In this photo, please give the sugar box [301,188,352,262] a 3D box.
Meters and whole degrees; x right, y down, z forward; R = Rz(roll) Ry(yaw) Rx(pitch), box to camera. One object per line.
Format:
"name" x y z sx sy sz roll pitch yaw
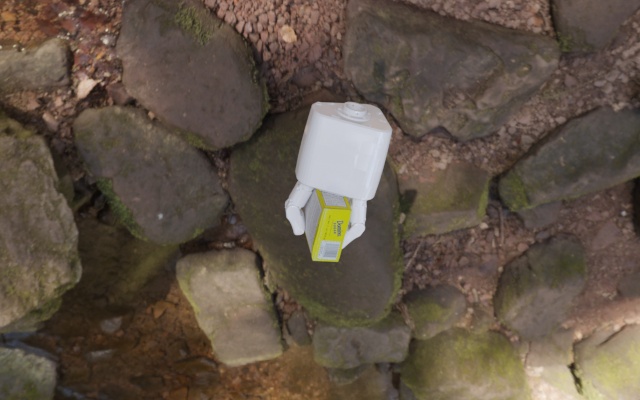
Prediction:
"sugar box" 0.001 0.002 0.725 0.048 0.093 0.176 6 32 -13
